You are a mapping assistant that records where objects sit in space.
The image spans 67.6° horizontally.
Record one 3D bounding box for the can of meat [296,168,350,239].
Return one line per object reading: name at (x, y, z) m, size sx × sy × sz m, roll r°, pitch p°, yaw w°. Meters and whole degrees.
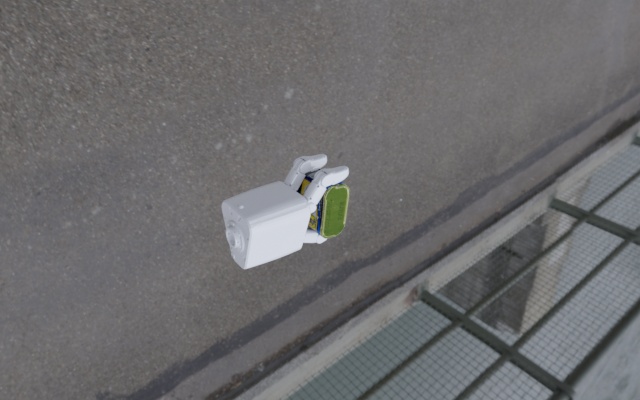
can of meat at (0.000, 0.003, 0.804) m, size 0.057 × 0.102 × 0.084 m, roll -15°, pitch 33°, yaw -35°
